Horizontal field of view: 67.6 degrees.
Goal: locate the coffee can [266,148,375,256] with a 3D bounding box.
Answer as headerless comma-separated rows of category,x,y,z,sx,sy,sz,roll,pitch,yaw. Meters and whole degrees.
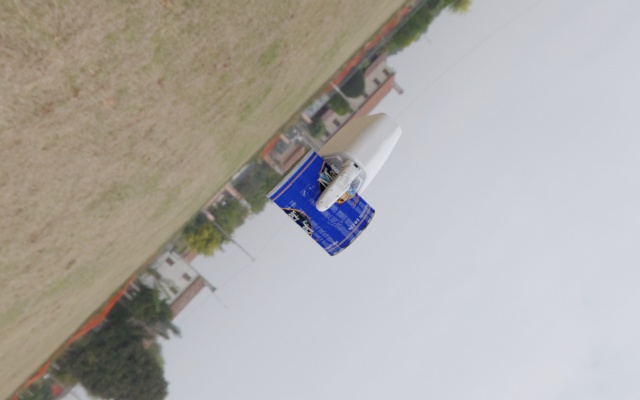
coffee can,0.000,0.002,0.744,0.140,0.103,0.103,44,-7,-8
